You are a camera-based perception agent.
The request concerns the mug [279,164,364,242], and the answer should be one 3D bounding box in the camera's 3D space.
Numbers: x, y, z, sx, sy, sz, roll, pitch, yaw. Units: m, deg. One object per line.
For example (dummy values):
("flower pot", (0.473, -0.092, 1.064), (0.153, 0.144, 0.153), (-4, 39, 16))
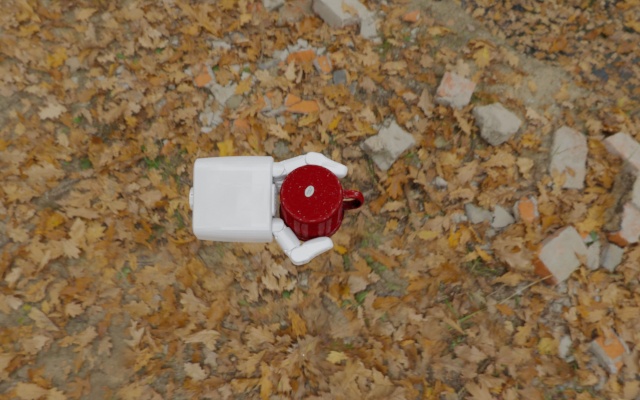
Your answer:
("mug", (0.002, 0.002, 0.640), (0.117, 0.093, 0.081), (-1, -18, -1))
